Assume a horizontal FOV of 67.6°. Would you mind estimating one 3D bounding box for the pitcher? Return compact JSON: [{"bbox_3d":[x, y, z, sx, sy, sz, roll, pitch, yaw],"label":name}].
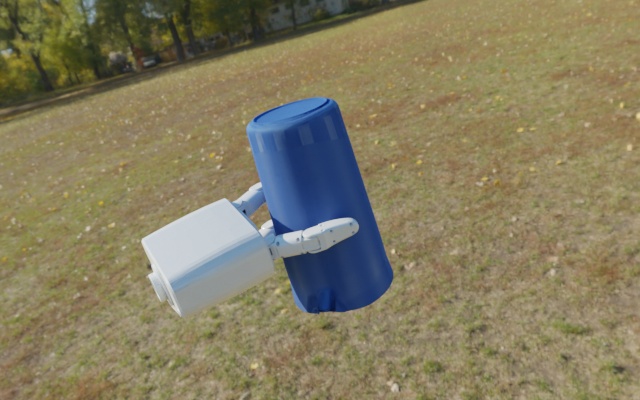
[{"bbox_3d":[0.000,0.002,0.587,0.145,0.243,0.149,-26,23,-22],"label":"pitcher"}]
